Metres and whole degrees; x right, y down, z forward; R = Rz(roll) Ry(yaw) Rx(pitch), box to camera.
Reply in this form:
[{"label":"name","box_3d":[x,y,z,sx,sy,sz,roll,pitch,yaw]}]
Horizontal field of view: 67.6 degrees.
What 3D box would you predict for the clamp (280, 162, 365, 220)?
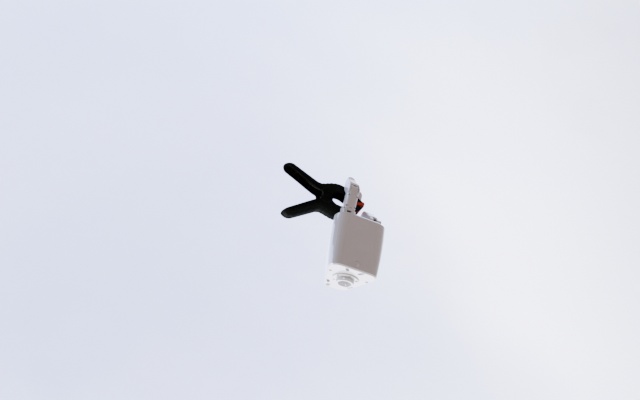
[{"label":"clamp","box_3d":[0.000,0.003,0.897,0.171,0.120,0.039,20,-33,-13]}]
